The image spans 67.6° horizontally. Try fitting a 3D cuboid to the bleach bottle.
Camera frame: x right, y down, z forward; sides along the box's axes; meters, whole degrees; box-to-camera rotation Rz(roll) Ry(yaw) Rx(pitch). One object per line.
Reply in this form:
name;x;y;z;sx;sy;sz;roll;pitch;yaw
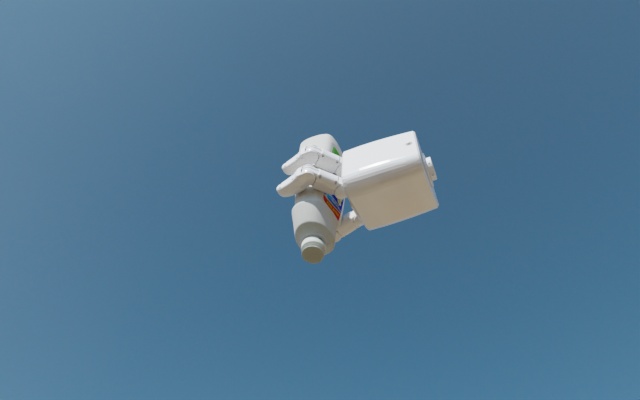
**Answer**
bleach bottle;0.000;0.002;0.696;0.068;0.103;0.250;-17;32;15
